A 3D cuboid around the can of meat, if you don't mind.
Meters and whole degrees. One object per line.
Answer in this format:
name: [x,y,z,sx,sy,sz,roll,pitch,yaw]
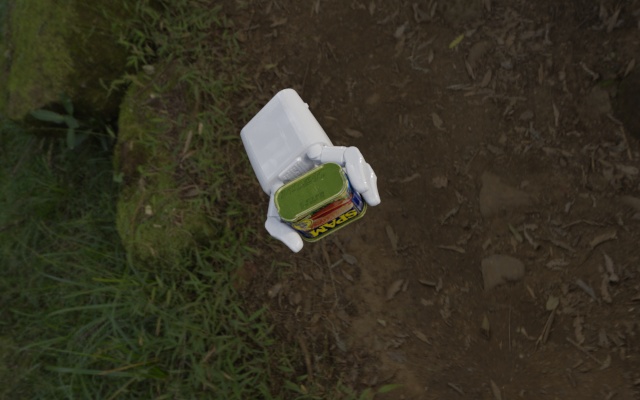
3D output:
can of meat: [0.000,0.002,0.622,0.102,0.057,0.084,-28,-28,9]
